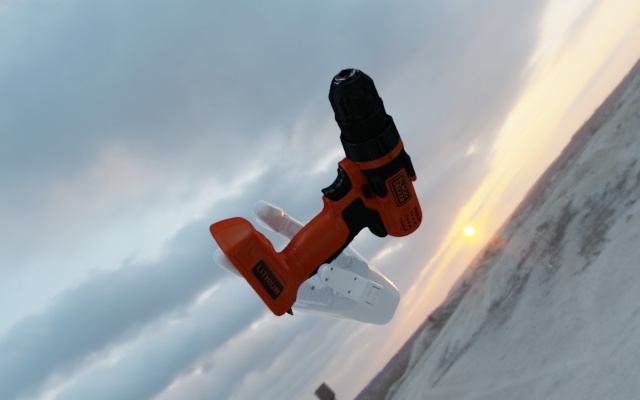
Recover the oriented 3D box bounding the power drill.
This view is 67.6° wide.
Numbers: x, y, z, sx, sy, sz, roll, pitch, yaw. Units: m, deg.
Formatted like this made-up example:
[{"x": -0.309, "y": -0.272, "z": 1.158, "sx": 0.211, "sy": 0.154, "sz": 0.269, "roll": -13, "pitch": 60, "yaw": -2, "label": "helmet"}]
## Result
[{"x": 0.000, "y": 0.002, "z": 0.426, "sx": 0.187, "sy": 0.184, "sz": 0.057, "roll": -35, "pitch": 36, "yaw": -10, "label": "power drill"}]
